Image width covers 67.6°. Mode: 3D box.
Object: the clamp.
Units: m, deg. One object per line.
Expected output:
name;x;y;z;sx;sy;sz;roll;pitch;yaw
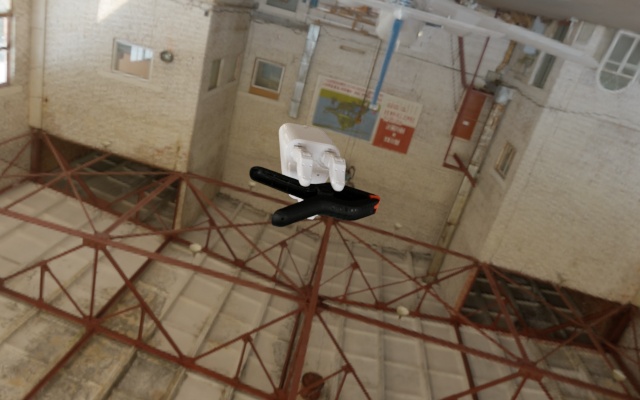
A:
clamp;0.000;0.003;0.736;0.210;0.036;0.164;9;26;-18
